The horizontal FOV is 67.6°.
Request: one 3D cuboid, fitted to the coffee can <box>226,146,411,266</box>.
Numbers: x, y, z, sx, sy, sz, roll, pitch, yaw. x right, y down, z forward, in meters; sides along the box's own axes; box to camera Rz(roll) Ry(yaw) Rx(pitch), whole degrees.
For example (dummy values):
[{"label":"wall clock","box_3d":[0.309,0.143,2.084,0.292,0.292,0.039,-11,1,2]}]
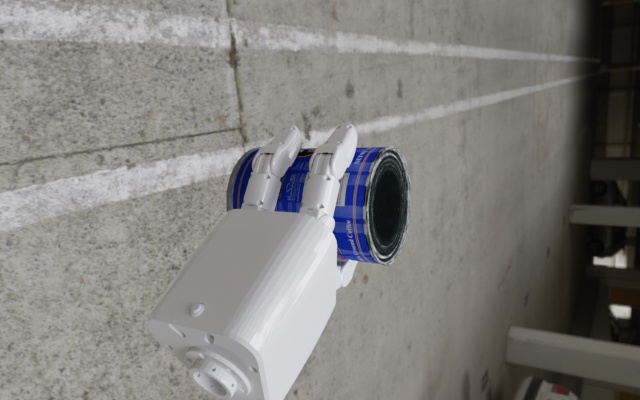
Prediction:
[{"label":"coffee can","box_3d":[0.000,0.001,0.442,0.140,0.103,0.103,3,1,29]}]
